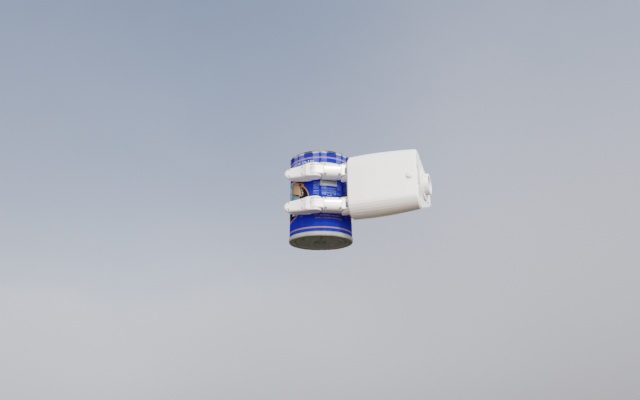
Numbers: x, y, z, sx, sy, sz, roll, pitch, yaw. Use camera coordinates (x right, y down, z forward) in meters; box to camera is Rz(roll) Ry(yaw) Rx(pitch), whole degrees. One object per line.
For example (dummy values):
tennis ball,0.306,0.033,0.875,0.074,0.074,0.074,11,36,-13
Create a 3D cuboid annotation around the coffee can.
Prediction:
coffee can,0.000,0.003,0.785,0.103,0.140,0.103,0,-19,0
